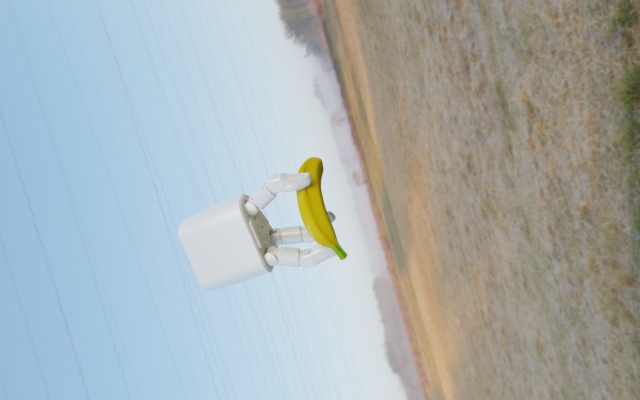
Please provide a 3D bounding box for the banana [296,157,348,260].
[{"bbox_3d":[-0.008,-0.005,0.683,0.037,0.197,0.070,-26,-43,16],"label":"banana"}]
